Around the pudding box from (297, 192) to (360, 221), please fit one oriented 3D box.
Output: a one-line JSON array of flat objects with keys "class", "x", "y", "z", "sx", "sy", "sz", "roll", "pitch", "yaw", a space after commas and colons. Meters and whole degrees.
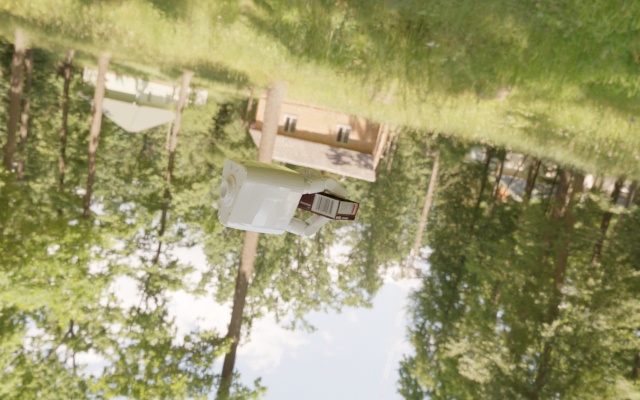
[{"class": "pudding box", "x": 0.000, "y": 0.003, "z": 0.853, "sx": 0.113, "sy": 0.039, "sz": 0.090, "roll": 20, "pitch": 7, "yaw": 26}]
